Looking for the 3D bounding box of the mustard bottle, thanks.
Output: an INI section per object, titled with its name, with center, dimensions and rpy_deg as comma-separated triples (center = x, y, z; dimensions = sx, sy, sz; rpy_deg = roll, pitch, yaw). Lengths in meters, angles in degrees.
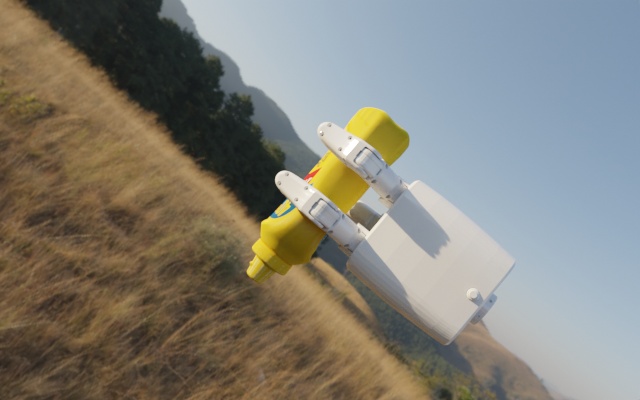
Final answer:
[mustard bottle]
center = 0.000, 0.001, 0.453
dimensions = 0.058, 0.191, 0.096
rpy_deg = 41, -2, -9
